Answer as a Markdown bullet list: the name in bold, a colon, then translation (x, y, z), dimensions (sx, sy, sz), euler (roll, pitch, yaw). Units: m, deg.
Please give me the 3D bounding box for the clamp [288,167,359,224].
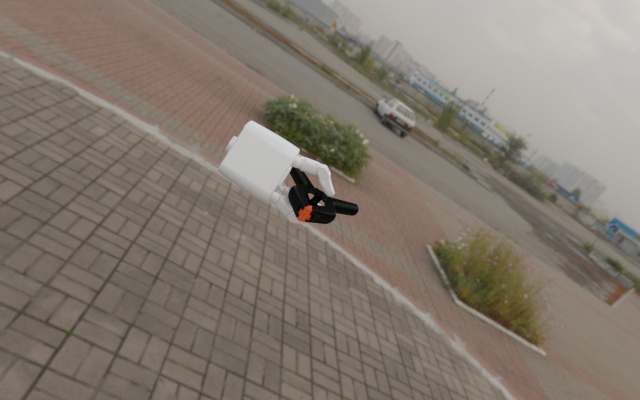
- **clamp**: translation (0.000, 0.002, 0.882), dimensions (0.164, 0.036, 0.210), euler (32, 18, -6)
